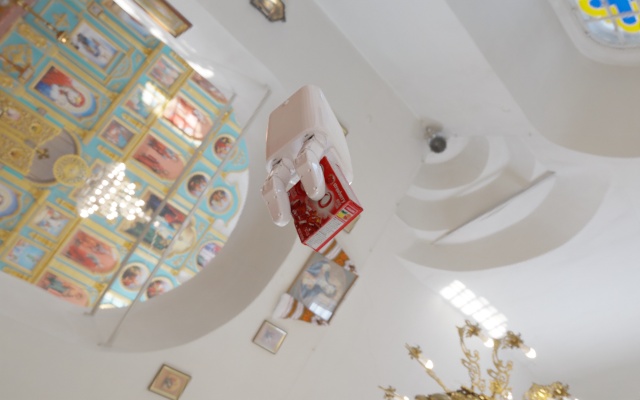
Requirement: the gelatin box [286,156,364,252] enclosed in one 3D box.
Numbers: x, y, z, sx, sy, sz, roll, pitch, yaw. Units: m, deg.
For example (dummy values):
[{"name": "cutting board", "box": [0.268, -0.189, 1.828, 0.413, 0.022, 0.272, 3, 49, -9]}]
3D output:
[{"name": "gelatin box", "box": [0.000, 0.002, 0.542, 0.030, 0.073, 0.089, 34, 20, -39]}]
